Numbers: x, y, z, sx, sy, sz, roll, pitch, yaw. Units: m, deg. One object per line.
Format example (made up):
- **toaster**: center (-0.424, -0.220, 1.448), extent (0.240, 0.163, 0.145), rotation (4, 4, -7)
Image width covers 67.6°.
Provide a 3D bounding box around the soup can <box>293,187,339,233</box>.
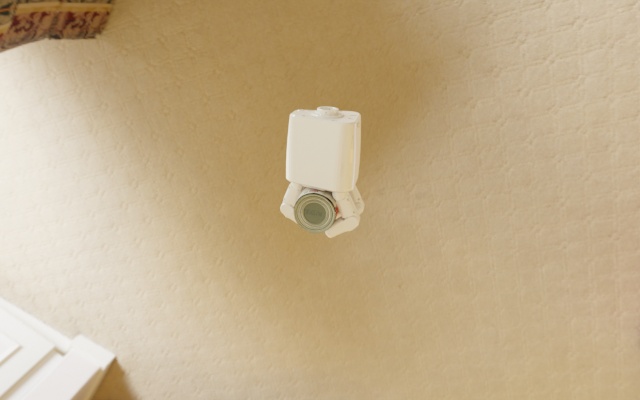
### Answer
- **soup can**: center (0.000, 0.003, 0.769), extent (0.068, 0.068, 0.102), rotation (0, 21, 11)
